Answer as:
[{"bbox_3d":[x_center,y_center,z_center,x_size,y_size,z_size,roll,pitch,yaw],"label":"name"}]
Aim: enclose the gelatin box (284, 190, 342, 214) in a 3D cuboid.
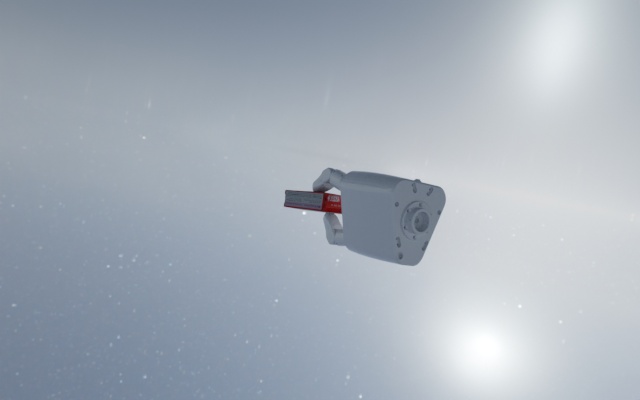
[{"bbox_3d":[0.000,0.003,0.728,0.089,0.030,0.073,4,-3,45],"label":"gelatin box"}]
